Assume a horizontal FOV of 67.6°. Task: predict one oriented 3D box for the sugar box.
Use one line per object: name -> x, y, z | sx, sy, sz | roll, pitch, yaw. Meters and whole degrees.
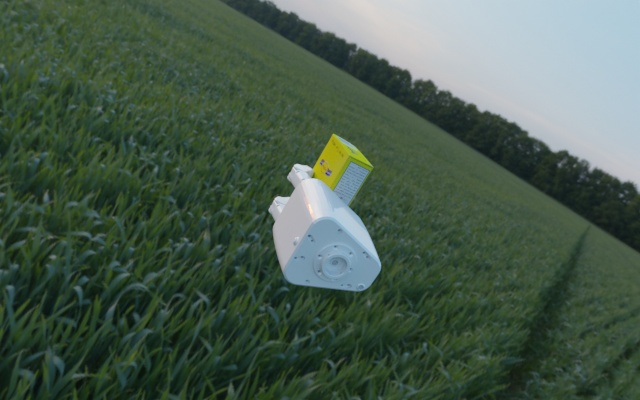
sugar box -> 0.000, 0.002, 0.675 | 0.048, 0.176, 0.093 | 26, 17, -23
